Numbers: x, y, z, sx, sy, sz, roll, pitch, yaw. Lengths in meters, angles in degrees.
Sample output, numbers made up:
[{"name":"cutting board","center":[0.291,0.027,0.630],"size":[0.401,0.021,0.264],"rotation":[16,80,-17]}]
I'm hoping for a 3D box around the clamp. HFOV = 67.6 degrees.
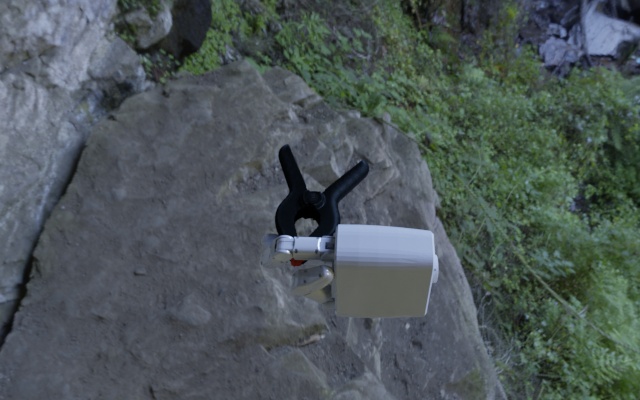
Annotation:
[{"name":"clamp","center":[0.000,0.002,0.592],"size":[0.120,0.171,0.039],"rotation":[1,-32,4]}]
